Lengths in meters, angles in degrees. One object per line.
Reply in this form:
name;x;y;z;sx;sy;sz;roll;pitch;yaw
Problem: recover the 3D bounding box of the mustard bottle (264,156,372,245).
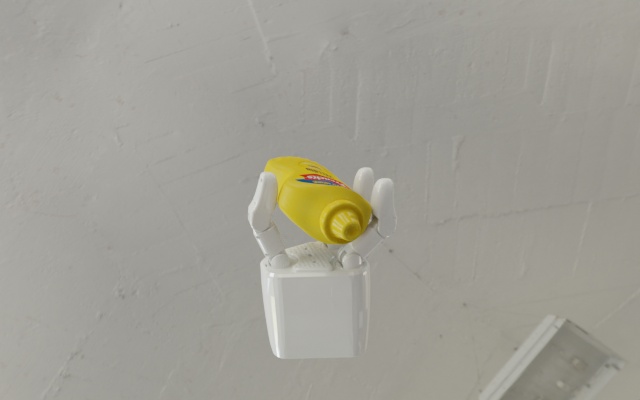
mustard bottle;0.000;0.001;0.504;0.096;0.058;0.191;17;11;-21
